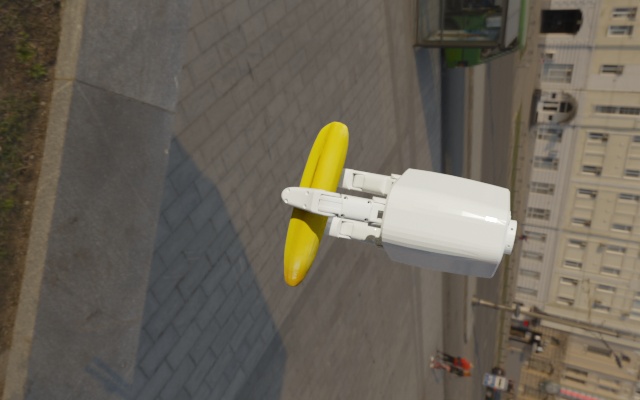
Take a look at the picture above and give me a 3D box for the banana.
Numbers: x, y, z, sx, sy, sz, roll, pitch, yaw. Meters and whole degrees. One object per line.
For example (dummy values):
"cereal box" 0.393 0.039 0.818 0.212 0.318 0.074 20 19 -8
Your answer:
"banana" -0.001 -0.009 0.500 0.037 0.197 0.070 13 -22 11
